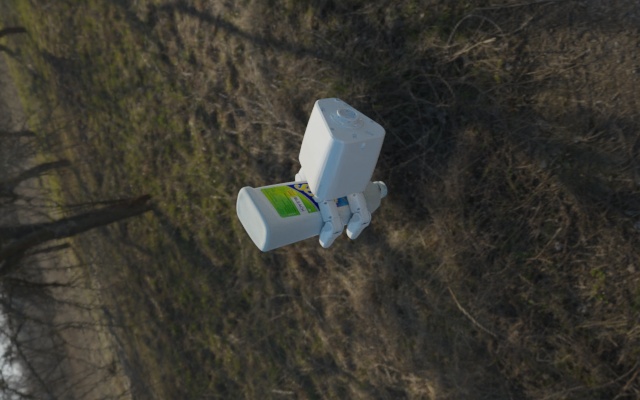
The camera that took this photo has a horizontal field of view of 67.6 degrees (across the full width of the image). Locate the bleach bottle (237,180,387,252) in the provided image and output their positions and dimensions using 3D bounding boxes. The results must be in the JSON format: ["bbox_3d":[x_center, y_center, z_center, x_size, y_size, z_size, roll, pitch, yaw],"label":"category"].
[{"bbox_3d":[0.000,0.003,0.770,0.251,0.068,0.102,-15,52,-32],"label":"bleach bottle"}]
